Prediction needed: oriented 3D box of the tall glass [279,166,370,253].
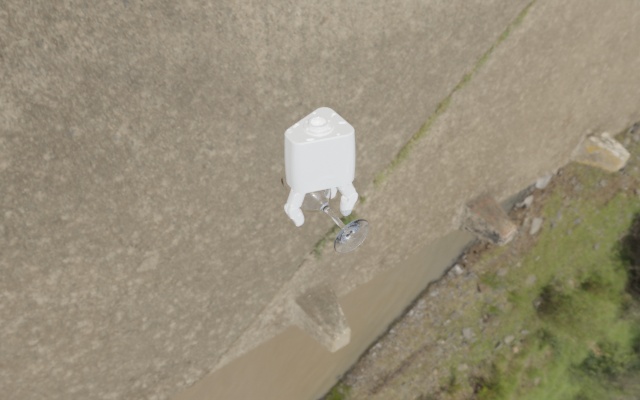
[{"bbox_3d":[0.000,0.003,0.873,0.079,0.079,0.201,0,36,-42],"label":"tall glass"}]
